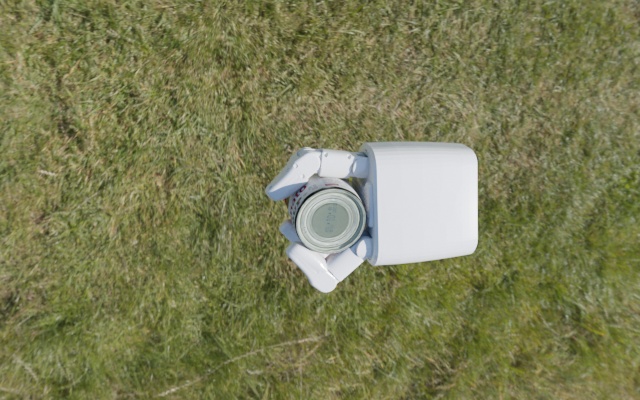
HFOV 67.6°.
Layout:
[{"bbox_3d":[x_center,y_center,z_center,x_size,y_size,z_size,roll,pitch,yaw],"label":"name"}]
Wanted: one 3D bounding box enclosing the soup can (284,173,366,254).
[{"bbox_3d":[0.000,0.002,0.475,0.068,0.068,0.102,0,21,-12],"label":"soup can"}]
